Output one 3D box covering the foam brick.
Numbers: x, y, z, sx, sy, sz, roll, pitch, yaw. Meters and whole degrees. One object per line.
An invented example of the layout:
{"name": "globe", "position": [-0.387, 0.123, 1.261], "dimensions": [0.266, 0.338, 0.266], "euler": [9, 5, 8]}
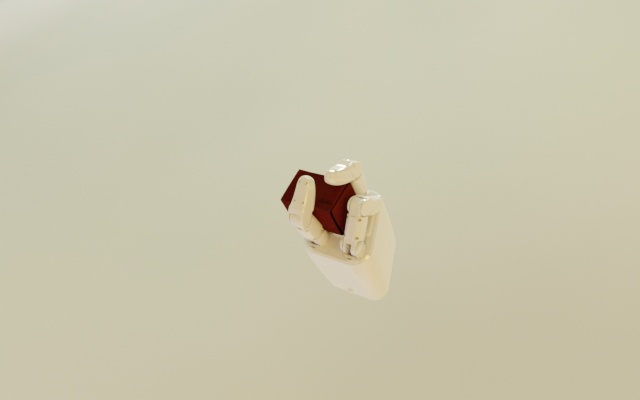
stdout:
{"name": "foam brick", "position": [0.000, 0.002, 0.601], "dimensions": [0.078, 0.053, 0.051], "euler": [15, -29, 33]}
